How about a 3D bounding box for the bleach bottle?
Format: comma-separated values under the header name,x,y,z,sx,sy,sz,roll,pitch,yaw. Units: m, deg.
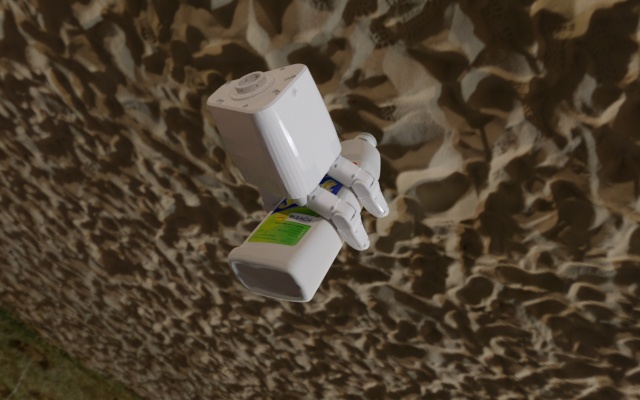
name,x,y,z,sx,sy,sz,roll,pitch,yaw
bleach bottle,0.000,0.002,0.575,0.102,0.068,0.250,4,44,33
